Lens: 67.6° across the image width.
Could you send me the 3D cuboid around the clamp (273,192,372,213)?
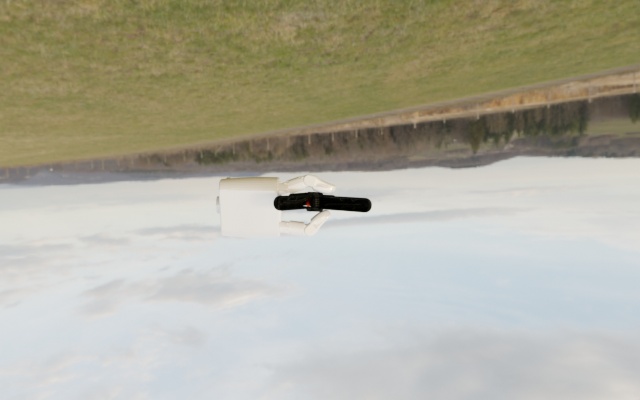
[{"bbox_3d":[0.000,0.004,0.875,0.164,0.036,0.210,3,2,-3],"label":"clamp"}]
